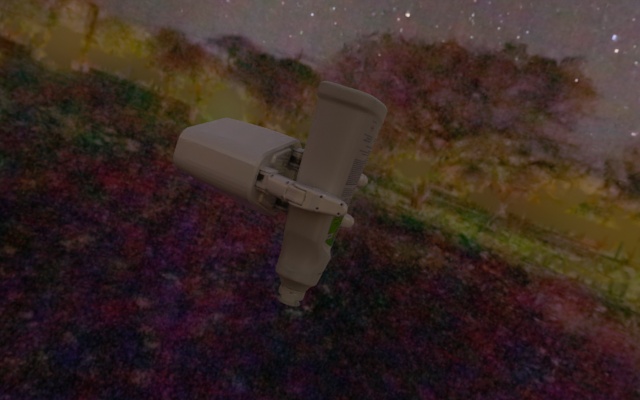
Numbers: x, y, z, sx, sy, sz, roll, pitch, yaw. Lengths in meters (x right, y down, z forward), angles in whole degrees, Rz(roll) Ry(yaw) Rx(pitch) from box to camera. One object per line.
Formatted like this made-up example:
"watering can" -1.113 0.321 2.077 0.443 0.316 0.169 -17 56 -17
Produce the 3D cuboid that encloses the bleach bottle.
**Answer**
"bleach bottle" 0.000 0.002 0.539 0.068 0.251 0.102 22 8 18
